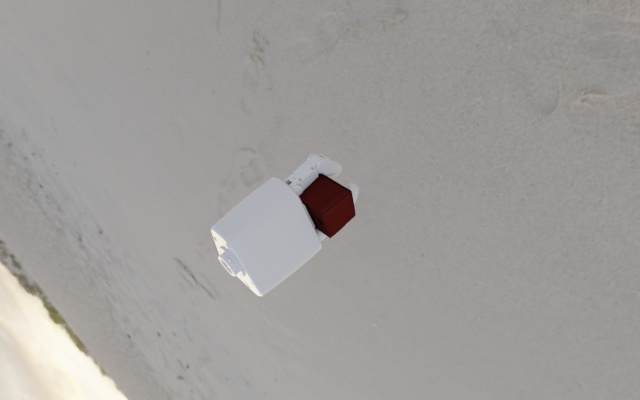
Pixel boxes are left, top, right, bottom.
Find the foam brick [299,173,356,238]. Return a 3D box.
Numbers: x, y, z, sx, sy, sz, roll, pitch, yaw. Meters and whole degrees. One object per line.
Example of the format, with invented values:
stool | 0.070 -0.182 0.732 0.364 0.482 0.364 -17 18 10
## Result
foam brick | 0.000 0.002 0.633 0.051 0.053 0.078 -41 52 -21
